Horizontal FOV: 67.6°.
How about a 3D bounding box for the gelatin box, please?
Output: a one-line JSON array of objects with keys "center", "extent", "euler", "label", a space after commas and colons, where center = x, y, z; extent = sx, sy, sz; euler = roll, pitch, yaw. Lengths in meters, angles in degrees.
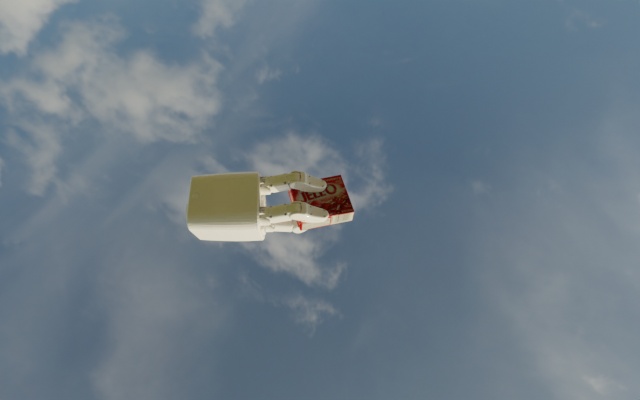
[{"center": [0.000, 0.003, 0.750], "extent": [0.089, 0.073, 0.030], "euler": [-11, -31, -13], "label": "gelatin box"}]
